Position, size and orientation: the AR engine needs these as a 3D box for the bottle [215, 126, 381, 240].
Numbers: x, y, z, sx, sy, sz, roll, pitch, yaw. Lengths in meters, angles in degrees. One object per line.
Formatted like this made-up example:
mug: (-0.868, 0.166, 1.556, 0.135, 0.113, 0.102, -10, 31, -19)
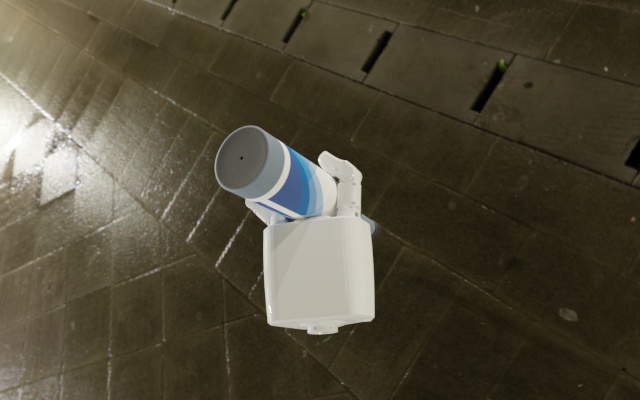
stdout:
bottle: (0.000, 0.002, 0.567, 0.069, 0.069, 0.296, 0, -17, 32)
